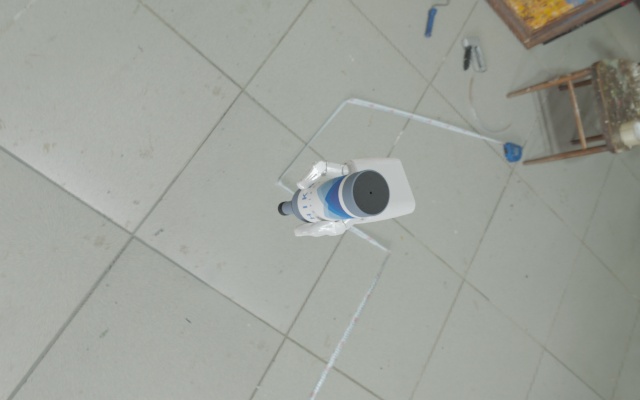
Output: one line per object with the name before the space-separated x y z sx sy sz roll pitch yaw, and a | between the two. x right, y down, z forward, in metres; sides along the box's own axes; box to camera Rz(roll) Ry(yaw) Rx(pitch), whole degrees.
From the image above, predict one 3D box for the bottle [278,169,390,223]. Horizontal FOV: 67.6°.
bottle | 0.000 0.003 0.795 0.069 0.069 0.296 0 -5 -29
